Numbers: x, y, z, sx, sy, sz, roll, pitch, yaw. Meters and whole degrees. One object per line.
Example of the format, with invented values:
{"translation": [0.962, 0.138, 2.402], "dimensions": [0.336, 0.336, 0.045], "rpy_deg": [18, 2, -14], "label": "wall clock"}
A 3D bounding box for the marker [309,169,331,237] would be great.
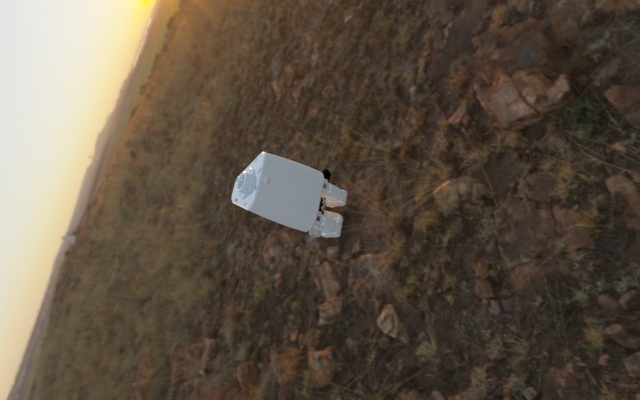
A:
{"translation": [0.000, 0.003, 0.823], "dimensions": [0.020, 0.121, 0.020], "rpy_deg": [10, -17, 3], "label": "marker"}
